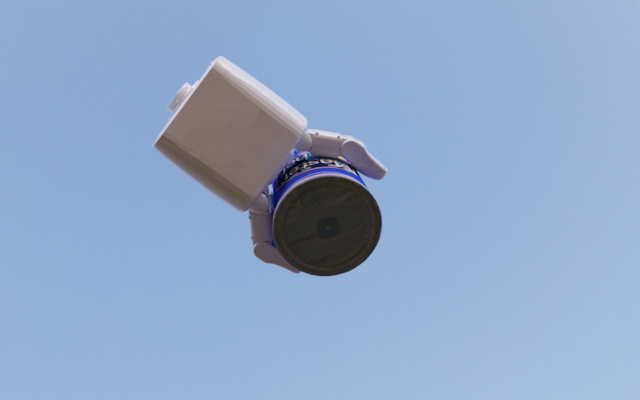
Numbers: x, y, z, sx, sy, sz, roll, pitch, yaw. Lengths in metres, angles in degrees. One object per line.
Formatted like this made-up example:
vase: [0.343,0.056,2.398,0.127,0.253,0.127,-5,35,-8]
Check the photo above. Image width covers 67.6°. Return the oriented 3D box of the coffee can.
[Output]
coffee can: [0.000,0.002,0.506,0.103,0.103,0.140,0,20,-6]
